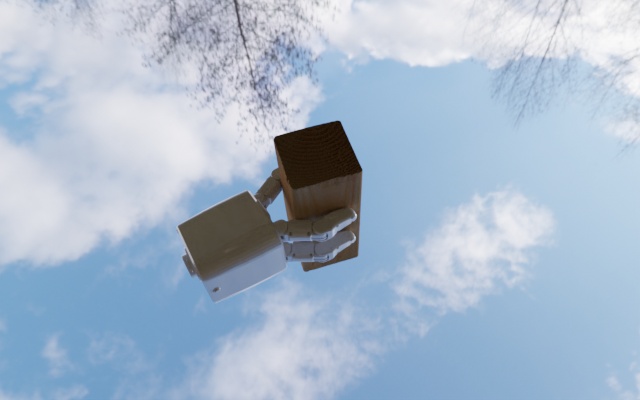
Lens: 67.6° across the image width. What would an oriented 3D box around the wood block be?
[{"bbox_3d":[0.000,0.002,0.655,0.090,0.090,0.206,-16,-34,-8],"label":"wood block"}]
